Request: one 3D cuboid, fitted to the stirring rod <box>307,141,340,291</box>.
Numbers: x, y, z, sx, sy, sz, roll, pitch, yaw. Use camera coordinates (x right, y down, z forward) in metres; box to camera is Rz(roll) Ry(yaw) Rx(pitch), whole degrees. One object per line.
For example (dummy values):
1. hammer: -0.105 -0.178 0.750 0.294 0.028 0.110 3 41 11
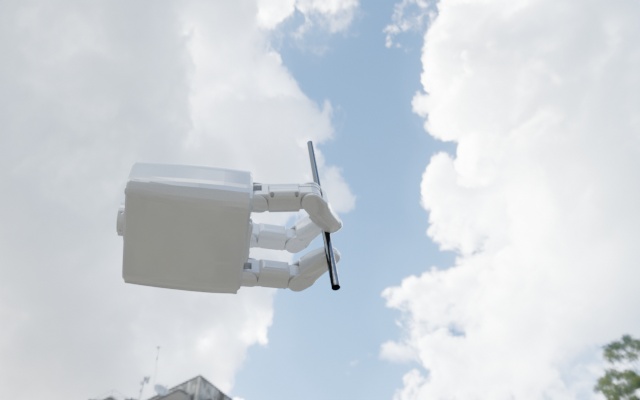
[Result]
1. stirring rod: 0.000 0.002 0.507 0.011 0.011 0.239 0 38 -8
